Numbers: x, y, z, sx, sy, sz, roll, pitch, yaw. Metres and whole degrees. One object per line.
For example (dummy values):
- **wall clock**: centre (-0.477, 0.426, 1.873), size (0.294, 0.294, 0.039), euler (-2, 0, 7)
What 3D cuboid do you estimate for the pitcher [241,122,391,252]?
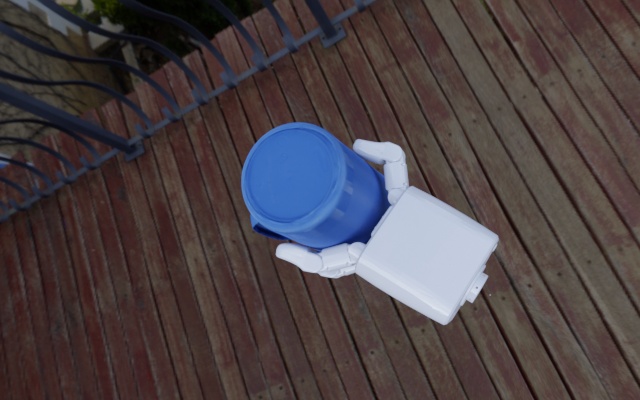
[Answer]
- **pitcher**: centre (0.000, 0.002, 0.553), size (0.145, 0.149, 0.243), euler (30, 0, 22)
